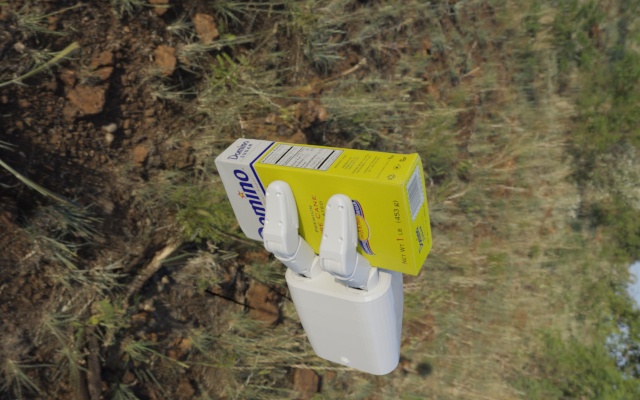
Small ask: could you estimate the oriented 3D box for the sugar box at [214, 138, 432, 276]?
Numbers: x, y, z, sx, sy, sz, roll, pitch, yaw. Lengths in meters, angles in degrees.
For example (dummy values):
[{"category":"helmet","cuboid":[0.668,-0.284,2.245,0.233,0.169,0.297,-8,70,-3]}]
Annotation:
[{"category":"sugar box","cuboid":[0.000,0.002,0.403,0.176,0.093,0.048,7,40,29]}]
